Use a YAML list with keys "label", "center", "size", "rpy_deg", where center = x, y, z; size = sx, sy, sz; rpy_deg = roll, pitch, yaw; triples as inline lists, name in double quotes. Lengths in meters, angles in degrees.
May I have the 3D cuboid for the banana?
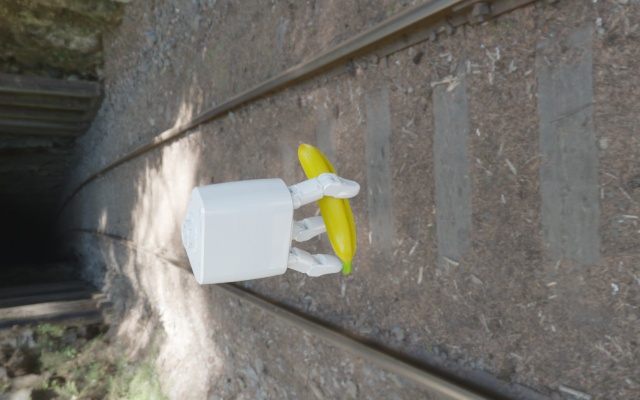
- label: "banana"
  center: [0.008, -0.003, 0.636]
  size: [0.037, 0.197, 0.070]
  rpy_deg: [-8, -22, -26]
